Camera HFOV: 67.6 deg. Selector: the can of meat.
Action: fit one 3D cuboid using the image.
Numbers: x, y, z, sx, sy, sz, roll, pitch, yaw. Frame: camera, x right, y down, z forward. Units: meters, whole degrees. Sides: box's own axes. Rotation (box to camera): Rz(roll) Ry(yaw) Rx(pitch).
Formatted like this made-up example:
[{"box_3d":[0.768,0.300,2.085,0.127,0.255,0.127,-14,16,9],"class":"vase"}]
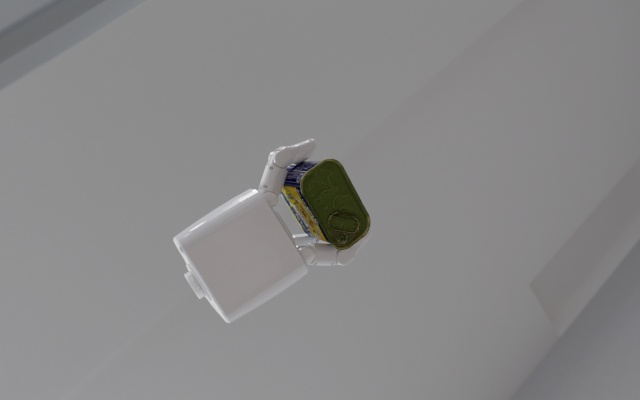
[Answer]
[{"box_3d":[0.000,0.002,0.562,0.057,0.102,0.084,-37,19,-19],"class":"can of meat"}]
